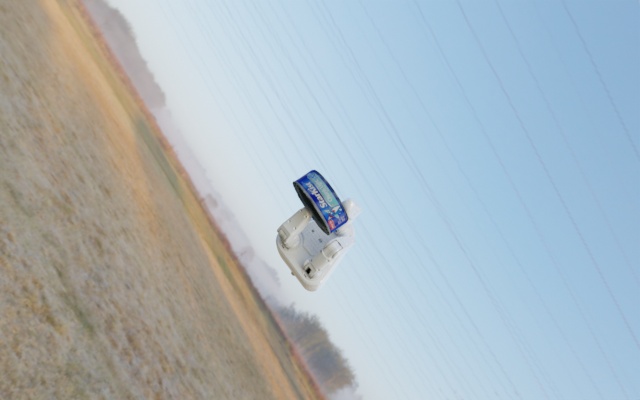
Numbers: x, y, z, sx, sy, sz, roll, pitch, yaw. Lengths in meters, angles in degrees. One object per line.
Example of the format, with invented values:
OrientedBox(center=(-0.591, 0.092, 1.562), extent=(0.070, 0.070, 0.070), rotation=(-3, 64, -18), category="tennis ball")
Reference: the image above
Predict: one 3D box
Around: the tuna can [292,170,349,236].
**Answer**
OrientedBox(center=(0.001, 0.002, 0.634), extent=(0.034, 0.086, 0.086), rotation=(-34, 6, -9), category="tuna can")
